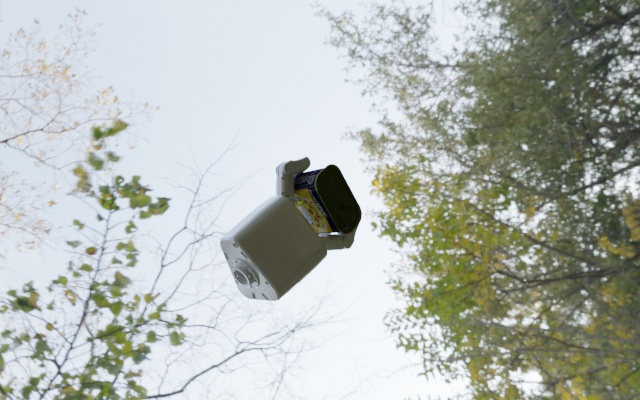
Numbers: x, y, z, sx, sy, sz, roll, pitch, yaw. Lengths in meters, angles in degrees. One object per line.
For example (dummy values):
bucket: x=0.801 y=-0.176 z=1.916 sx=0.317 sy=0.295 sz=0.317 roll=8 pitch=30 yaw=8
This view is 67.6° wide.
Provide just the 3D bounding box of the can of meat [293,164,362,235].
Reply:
can of meat: x=0.000 y=0.002 z=0.713 sx=0.084 sy=0.102 sz=0.057 roll=-8 pitch=29 yaw=47
